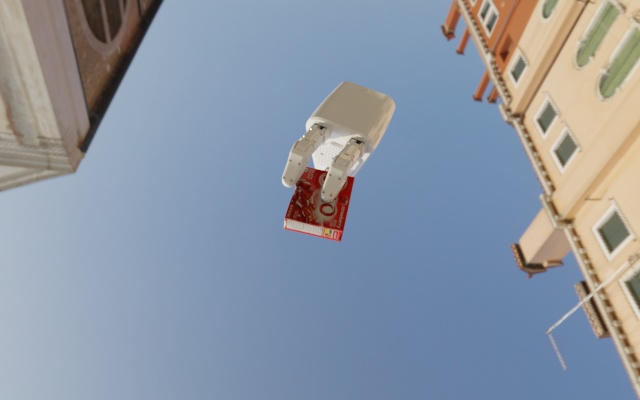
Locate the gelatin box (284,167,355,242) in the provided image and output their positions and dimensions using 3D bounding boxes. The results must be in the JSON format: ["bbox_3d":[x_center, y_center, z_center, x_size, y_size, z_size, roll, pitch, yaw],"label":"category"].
[{"bbox_3d":[0.000,0.003,0.604,0.073,0.089,0.030,13,-36,3],"label":"gelatin box"}]
